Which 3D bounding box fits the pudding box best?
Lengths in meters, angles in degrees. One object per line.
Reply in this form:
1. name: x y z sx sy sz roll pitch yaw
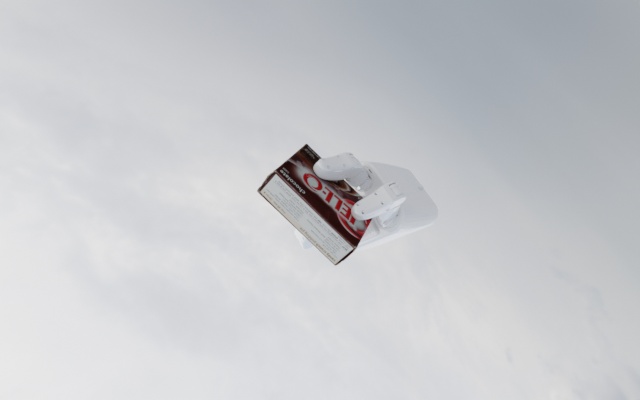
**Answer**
1. pudding box: 0.000 0.002 0.503 0.039 0.113 0.090 -47 2 29
